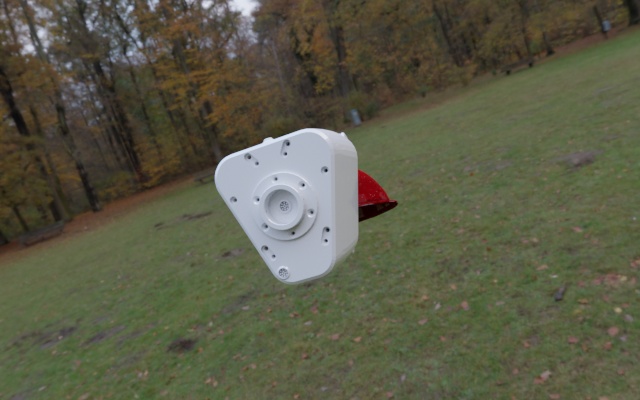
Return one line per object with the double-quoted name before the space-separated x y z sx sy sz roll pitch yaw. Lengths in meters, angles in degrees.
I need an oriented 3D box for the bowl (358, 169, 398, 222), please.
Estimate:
"bowl" 0.000 0.002 0.527 0.162 0.055 0.162 -15 -9 -3
